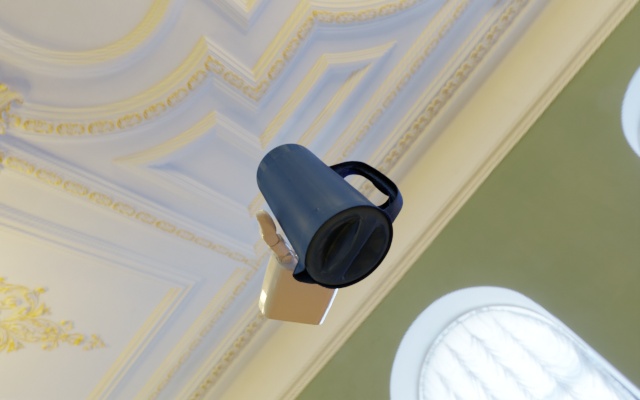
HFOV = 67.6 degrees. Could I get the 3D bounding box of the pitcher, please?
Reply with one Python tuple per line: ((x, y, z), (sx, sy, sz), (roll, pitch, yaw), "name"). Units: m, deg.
((0.000, 0.003, 0.715), (0.149, 0.145, 0.242), (0, 29, -30), "pitcher")
